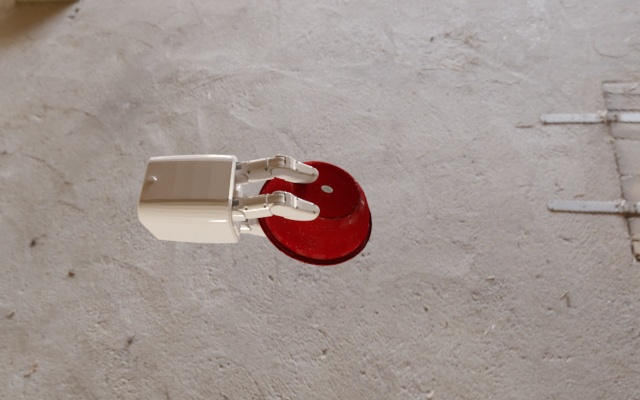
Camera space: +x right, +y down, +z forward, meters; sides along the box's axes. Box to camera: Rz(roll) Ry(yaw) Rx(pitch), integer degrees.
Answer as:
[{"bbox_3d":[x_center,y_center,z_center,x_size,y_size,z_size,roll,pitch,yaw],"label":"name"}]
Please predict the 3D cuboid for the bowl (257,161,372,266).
[{"bbox_3d":[0.001,0.002,0.624,0.162,0.162,0.055,0,-35,-19],"label":"bowl"}]
